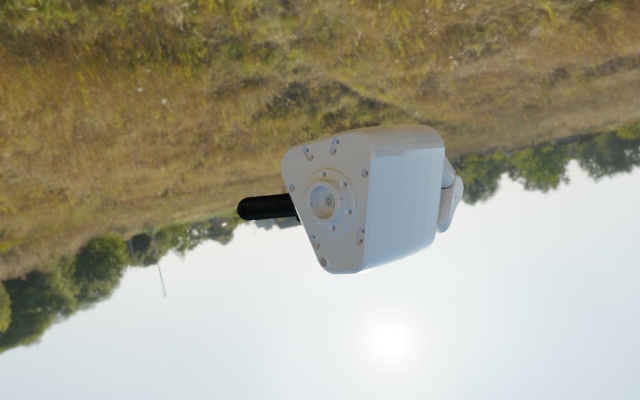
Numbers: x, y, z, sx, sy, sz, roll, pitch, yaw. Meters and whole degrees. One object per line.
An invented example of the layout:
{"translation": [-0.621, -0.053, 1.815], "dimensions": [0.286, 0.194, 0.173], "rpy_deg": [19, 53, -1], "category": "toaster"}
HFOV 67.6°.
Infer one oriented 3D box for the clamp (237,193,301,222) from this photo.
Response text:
{"translation": [0.000, 0.002, 0.503], "dimensions": [0.171, 0.039, 0.120], "rpy_deg": [-14, -5, 40], "category": "clamp"}
